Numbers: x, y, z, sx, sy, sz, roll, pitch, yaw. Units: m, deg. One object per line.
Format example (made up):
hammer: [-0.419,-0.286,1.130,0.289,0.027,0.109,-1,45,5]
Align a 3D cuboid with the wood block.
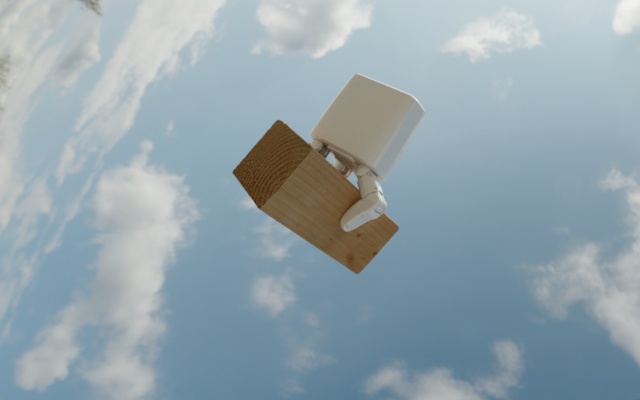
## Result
wood block: [0.001,0.002,0.612,0.206,0.090,0.090,38,5,-43]
